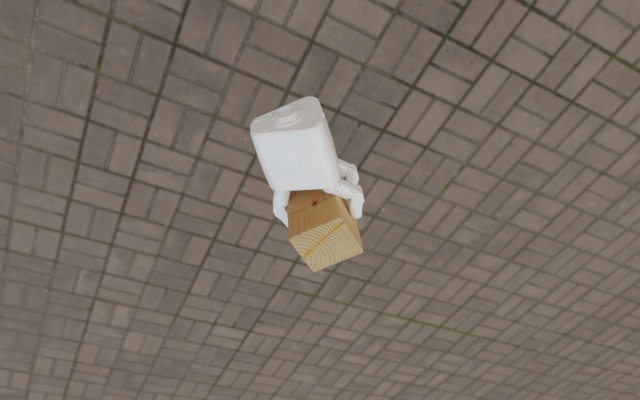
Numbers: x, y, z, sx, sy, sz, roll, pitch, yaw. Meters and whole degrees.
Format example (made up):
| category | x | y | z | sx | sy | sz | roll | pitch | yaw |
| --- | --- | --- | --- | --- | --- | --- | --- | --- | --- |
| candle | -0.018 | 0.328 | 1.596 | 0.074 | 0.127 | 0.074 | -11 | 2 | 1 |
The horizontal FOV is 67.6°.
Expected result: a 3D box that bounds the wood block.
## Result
| category | x | y | z | sx | sy | sz | roll | pitch | yaw |
| --- | --- | --- | --- | --- | --- | --- | --- | --- | --- |
| wood block | 0.000 | 0.003 | 0.802 | 0.091 | 0.090 | 0.206 | -23 | 39 | 13 |
